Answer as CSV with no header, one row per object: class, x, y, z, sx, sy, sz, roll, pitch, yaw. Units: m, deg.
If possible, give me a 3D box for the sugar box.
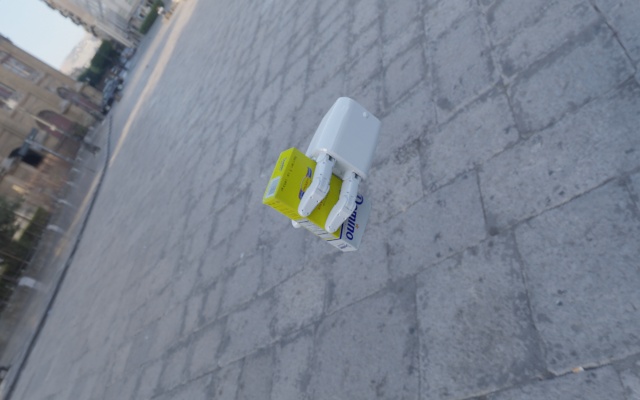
sugar box,0.000,0.002,0.759,0.176,0.093,0.048,31,-26,-26
